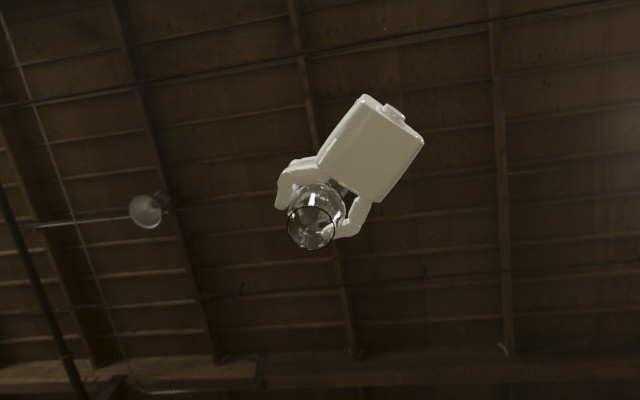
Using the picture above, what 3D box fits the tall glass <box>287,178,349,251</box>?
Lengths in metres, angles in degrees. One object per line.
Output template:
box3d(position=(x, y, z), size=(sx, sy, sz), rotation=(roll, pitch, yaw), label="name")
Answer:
box3d(position=(0.000, 0.002, 0.692), size=(0.079, 0.079, 0.201), rotation=(0, 20, 8), label="tall glass")
